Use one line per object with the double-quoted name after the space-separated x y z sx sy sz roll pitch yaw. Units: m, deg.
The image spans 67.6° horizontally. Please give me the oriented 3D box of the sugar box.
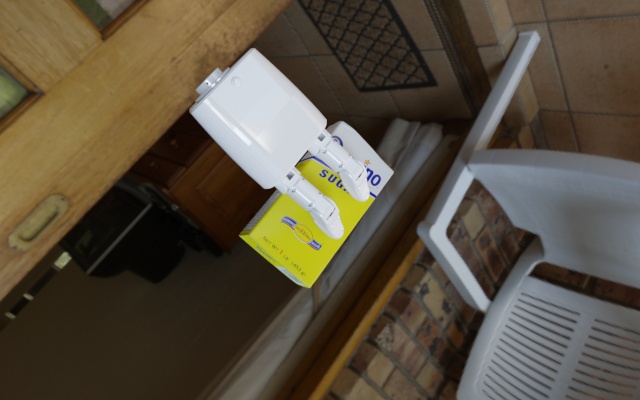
0.000 0.002 0.547 0.093 0.176 0.048 43 -19 -17 "sugar box"
